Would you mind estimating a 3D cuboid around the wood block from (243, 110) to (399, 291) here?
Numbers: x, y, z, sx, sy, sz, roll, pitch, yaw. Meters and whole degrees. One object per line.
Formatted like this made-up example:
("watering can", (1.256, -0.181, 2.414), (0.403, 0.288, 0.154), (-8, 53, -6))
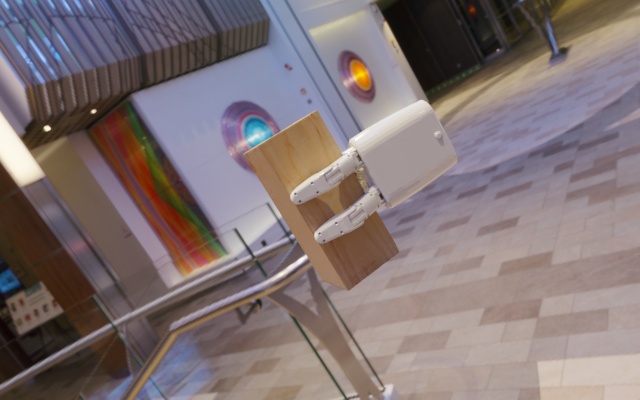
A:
("wood block", (0.000, 0.002, 0.616), (0.090, 0.206, 0.091), (-34, 10, -17))
